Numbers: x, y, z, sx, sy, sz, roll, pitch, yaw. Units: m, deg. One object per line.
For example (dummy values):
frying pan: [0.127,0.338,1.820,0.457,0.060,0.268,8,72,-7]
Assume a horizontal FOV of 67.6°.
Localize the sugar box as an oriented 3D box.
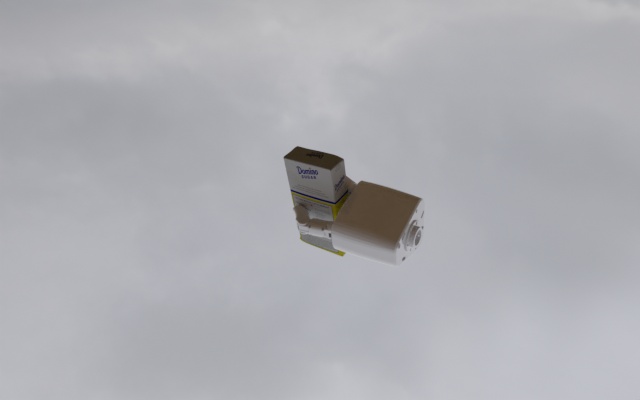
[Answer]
sugar box: [0.001,0.002,0.781,0.093,0.176,0.048,18,42,30]
